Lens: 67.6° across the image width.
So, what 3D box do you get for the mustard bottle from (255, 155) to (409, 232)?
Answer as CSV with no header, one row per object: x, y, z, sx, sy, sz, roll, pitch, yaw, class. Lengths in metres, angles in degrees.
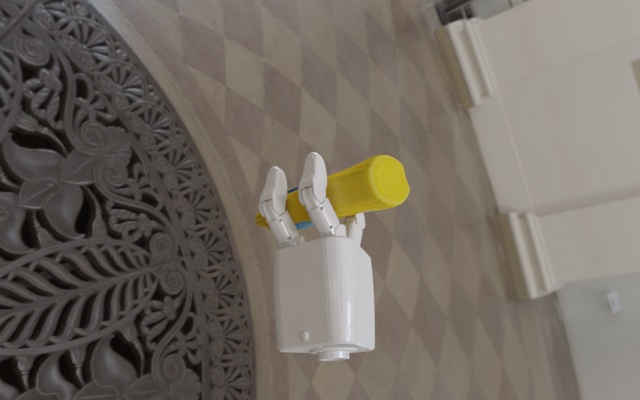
0.000,0.001,0.558,0.191,0.058,0.096,-18,-2,32,mustard bottle
